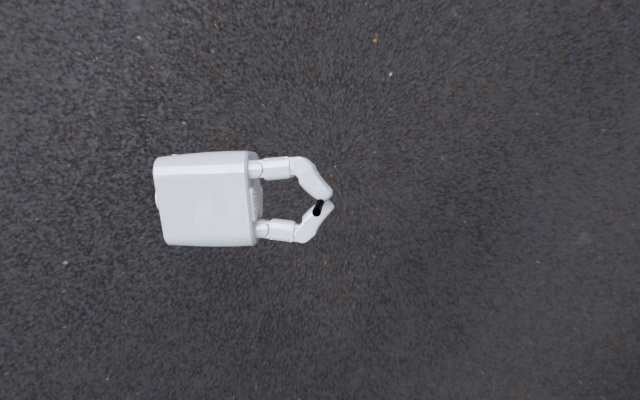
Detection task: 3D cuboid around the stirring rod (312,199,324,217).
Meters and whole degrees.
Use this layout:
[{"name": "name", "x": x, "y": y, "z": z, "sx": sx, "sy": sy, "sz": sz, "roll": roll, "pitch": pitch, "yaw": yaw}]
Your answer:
[{"name": "stirring rod", "x": 0.000, "y": 0.002, "z": 0.535, "sx": 0.011, "sy": 0.011, "sz": 0.239, "roll": 0, "pitch": 4, "yaw": 2}]
